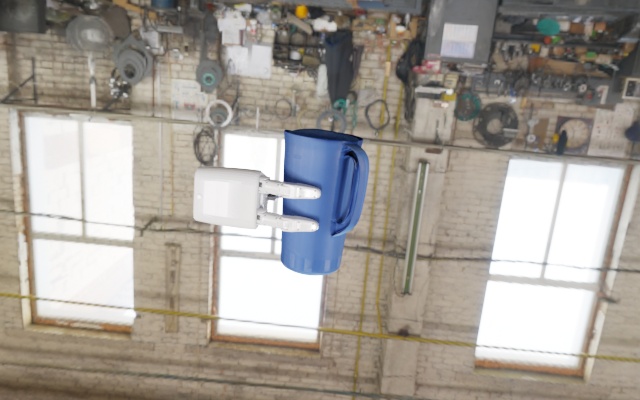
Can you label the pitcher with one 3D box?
[{"bbox_3d":[0.000,0.003,0.814,0.145,0.243,0.149,6,14,3],"label":"pitcher"}]
